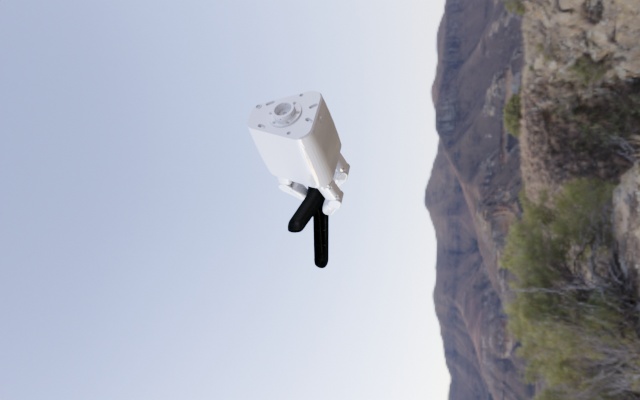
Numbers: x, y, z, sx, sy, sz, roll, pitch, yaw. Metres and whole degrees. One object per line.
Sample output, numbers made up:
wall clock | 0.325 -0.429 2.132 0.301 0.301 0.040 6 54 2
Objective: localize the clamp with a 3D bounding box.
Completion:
clamp | -0.001 0.002 0.814 0.036 0.209 0.165 3 -33 18
